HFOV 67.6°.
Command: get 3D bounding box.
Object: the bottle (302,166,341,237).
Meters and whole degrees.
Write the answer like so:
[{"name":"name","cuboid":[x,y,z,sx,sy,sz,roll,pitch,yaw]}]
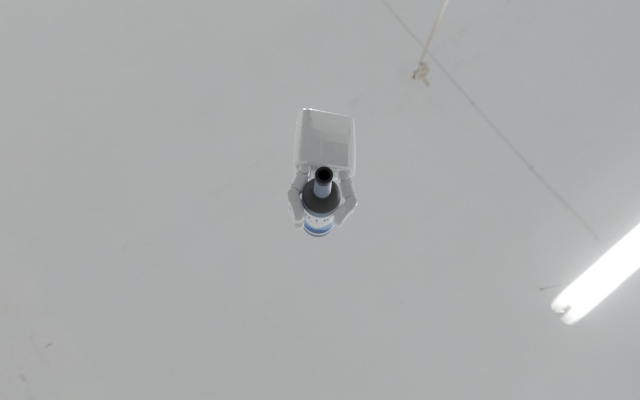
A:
[{"name":"bottle","cuboid":[0.000,0.003,0.844,0.069,0.069,0.296,0,-16,-2]}]
